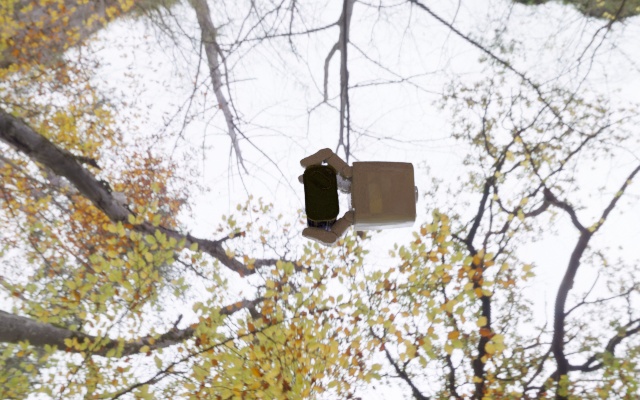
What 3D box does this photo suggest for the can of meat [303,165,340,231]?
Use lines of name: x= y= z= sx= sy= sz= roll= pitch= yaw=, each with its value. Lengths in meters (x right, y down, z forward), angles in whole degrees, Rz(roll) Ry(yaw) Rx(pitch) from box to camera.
can of meat: x=0.000 y=0.003 z=0.823 sx=0.057 sy=0.102 sz=0.084 roll=-4 pitch=-24 yaw=-3
